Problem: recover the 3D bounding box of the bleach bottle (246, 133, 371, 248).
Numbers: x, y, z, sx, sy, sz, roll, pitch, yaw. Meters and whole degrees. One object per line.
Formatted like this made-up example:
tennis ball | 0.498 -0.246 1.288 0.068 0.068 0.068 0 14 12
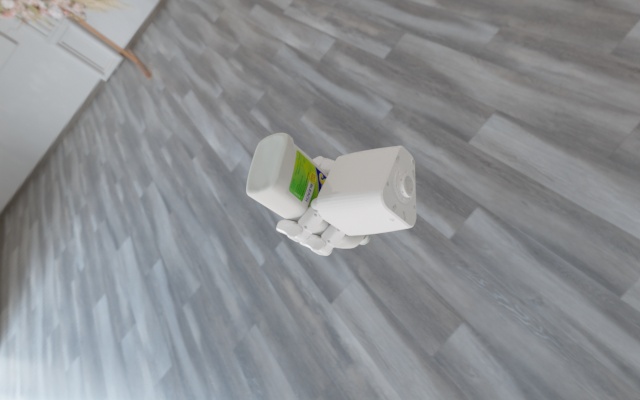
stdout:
bleach bottle | 0.000 0.003 0.741 0.068 0.102 0.251 -8 -30 39
